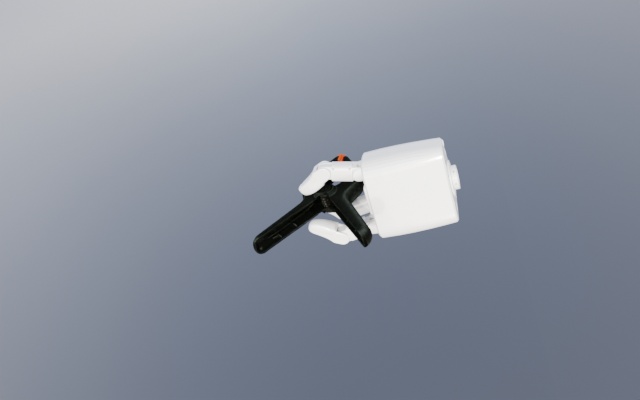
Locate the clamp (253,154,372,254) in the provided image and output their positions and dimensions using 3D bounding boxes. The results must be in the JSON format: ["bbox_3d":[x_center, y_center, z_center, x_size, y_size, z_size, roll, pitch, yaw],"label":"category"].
[{"bbox_3d":[0.000,0.001,0.675,0.164,0.036,0.209,-9,33,18],"label":"clamp"}]
